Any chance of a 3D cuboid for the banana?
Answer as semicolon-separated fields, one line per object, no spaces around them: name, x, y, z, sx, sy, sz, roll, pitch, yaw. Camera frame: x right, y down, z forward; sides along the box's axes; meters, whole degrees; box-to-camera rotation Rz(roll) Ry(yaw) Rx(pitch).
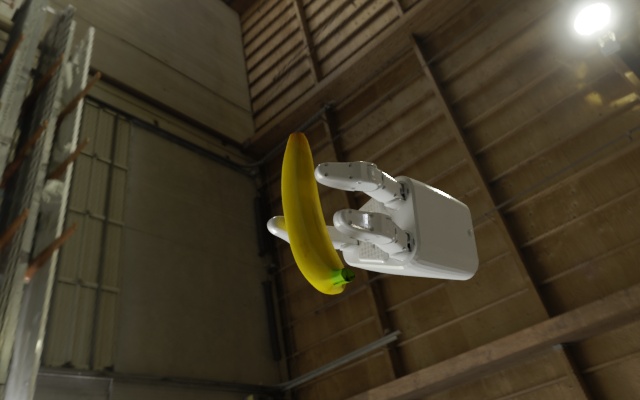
banana;-0.007;0.017;0.453;0.037;0.070;0.197;11;38;-30
